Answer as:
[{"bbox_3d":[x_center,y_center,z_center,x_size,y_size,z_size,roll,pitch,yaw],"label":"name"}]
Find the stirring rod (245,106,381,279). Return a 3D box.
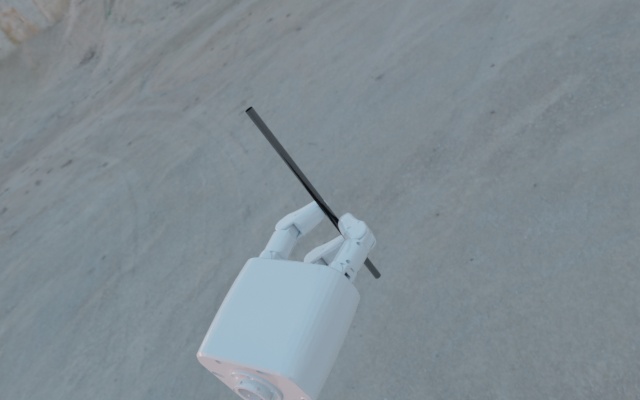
[{"bbox_3d":[0.000,0.002,0.489,0.011,0.240,0.011,-28,29,17],"label":"stirring rod"}]
